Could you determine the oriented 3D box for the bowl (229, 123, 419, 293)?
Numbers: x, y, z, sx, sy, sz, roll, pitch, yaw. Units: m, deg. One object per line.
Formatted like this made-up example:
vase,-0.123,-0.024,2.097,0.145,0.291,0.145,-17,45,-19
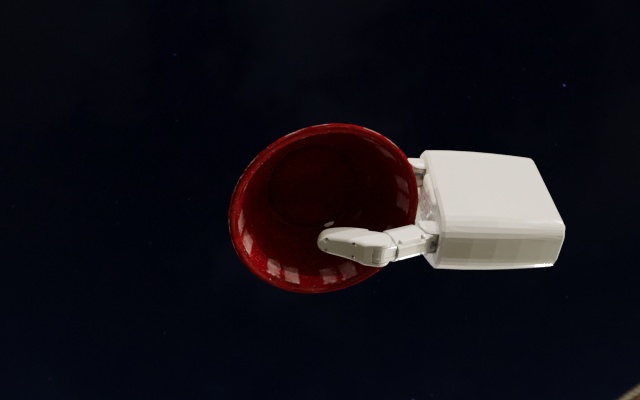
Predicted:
bowl,-0.001,0.001,0.417,0.162,0.162,0.055,0,29,-15
